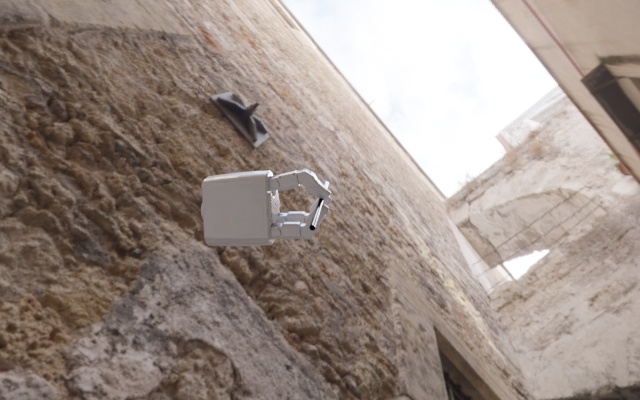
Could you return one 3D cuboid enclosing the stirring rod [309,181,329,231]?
[{"bbox_3d":[0.000,0.002,0.736,0.011,0.011,0.239,0,16,5],"label":"stirring rod"}]
